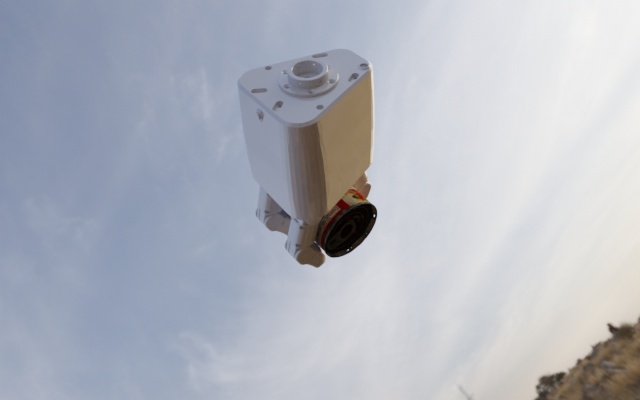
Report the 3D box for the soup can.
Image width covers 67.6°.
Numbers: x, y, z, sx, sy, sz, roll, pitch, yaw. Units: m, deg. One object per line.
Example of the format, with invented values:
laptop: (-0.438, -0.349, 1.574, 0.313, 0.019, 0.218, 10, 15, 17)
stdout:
soup can: (0.000, 0.002, 0.498, 0.068, 0.068, 0.102, 0, 35, -48)
